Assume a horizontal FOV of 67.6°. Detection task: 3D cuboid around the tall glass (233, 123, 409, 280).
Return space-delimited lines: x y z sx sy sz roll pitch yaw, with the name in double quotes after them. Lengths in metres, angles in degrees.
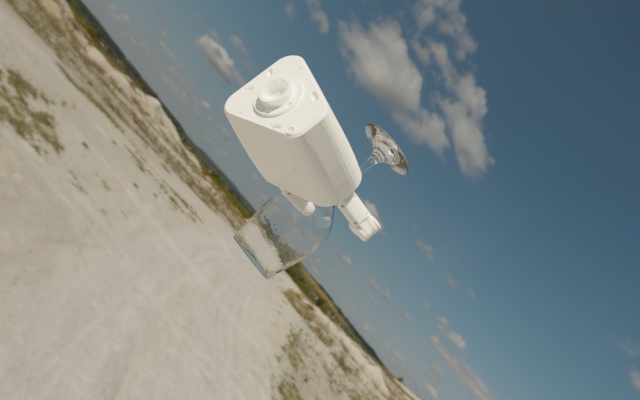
0.001 0.001 0.538 0.201 0.079 0.079 -39 6 -7 "tall glass"
